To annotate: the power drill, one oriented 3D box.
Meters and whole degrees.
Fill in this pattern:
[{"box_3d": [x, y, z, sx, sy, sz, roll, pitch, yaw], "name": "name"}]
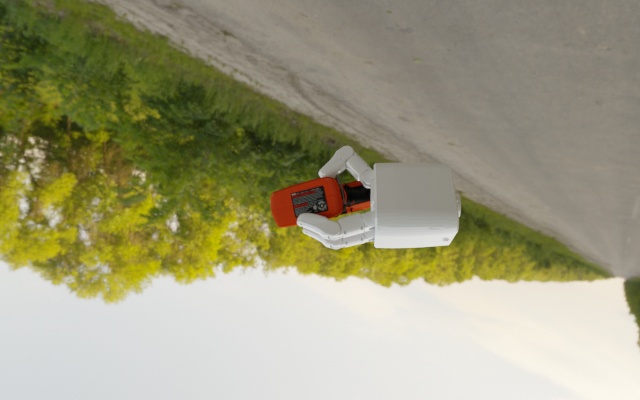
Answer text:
[{"box_3d": [0.000, 0.002, 0.734, 0.184, 0.057, 0.187, -16, -3, 23], "name": "power drill"}]
